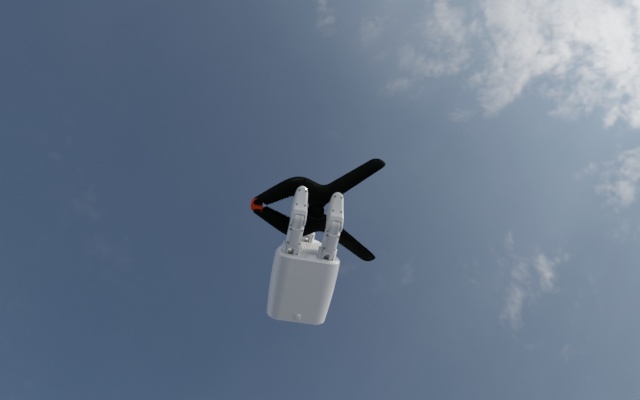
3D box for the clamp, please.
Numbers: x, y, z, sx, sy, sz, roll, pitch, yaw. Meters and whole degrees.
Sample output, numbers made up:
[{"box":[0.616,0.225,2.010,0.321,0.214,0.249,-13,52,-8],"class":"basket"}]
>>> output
[{"box":[-0.001,0.002,0.739,0.210,0.164,0.036,10,10,-9],"class":"clamp"}]
